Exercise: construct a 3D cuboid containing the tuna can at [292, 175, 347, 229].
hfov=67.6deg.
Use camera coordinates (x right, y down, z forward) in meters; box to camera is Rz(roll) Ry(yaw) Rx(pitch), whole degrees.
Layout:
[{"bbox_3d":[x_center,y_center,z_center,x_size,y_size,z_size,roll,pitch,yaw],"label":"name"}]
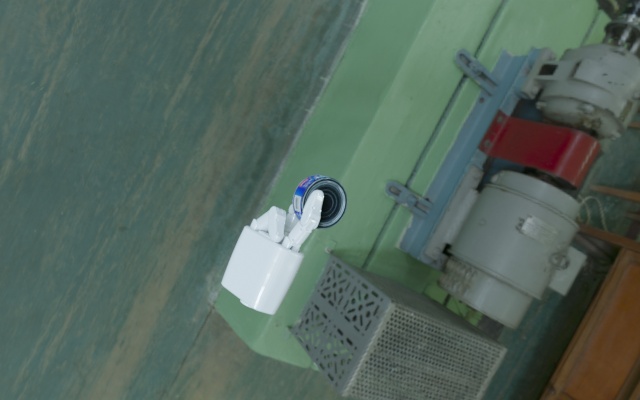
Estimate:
[{"bbox_3d":[0.000,0.003,0.769,0.086,0.086,0.033,0,9,-29],"label":"tuna can"}]
